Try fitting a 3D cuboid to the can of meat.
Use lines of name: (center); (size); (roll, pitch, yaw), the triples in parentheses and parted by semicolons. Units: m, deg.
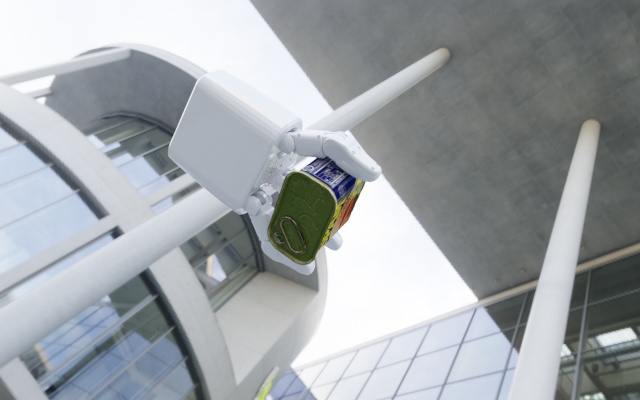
can of meat: (0.000, 0.001, 0.483); (0.057, 0.102, 0.084); (33, 39, 13)
